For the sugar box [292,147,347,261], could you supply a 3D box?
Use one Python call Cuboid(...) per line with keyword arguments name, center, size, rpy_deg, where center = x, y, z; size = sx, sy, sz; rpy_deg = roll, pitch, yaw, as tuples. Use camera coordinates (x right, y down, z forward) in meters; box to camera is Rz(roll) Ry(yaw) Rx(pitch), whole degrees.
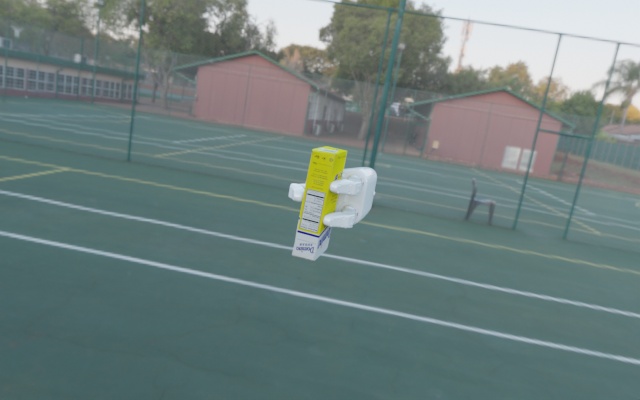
Cuboid(name="sugar box", center=(0.001, 0.003, 0.785), size=(0.048, 0.176, 0.093), rpy_deg=(11, 12, 13))
